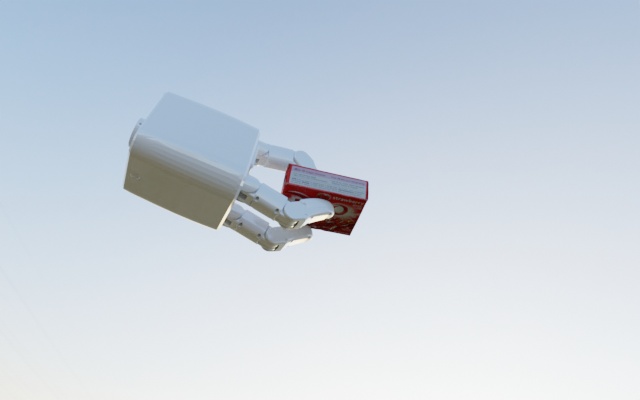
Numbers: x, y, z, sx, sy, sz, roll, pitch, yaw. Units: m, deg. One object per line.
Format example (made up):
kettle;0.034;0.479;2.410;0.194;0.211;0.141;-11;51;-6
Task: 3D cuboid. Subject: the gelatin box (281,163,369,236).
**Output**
gelatin box;0.000;0.001;0.517;0.089;0.030;0.073;12;-36;-6
